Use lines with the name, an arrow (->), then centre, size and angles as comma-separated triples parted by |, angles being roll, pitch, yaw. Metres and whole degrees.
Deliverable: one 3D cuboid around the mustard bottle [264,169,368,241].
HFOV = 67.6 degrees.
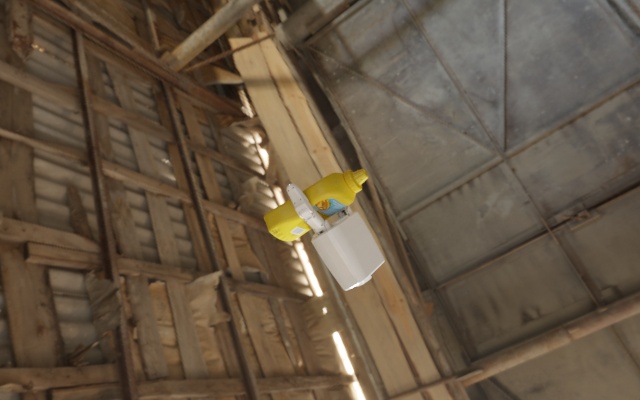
mustard bottle -> 0.000, 0.003, 0.841 | 0.192, 0.058, 0.096 | -32, -27, 18
